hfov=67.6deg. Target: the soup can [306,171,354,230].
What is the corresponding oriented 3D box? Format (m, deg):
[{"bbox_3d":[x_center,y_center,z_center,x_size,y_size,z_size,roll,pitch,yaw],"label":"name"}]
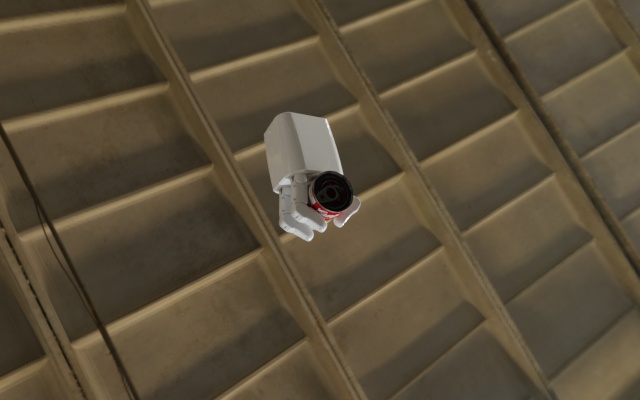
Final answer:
[{"bbox_3d":[0.000,0.003,0.767,0.068,0.068,0.102,0,-19,-25],"label":"soup can"}]
